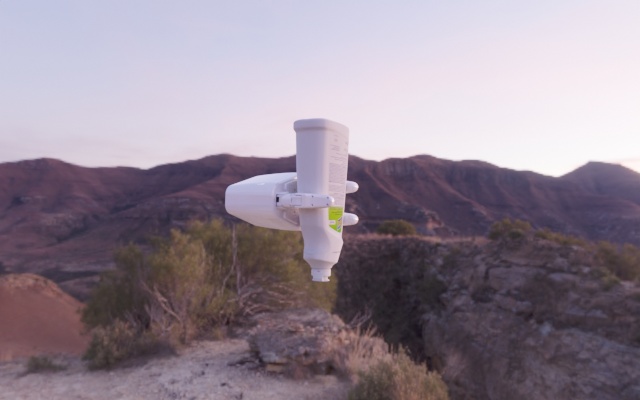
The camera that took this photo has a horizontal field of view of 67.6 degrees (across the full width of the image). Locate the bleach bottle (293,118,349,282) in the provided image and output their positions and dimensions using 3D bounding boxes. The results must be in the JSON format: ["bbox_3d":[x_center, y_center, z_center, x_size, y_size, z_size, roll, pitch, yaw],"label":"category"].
[{"bbox_3d":[0.000,0.002,0.761,0.068,0.251,0.102,1,-1,31],"label":"bleach bottle"}]
